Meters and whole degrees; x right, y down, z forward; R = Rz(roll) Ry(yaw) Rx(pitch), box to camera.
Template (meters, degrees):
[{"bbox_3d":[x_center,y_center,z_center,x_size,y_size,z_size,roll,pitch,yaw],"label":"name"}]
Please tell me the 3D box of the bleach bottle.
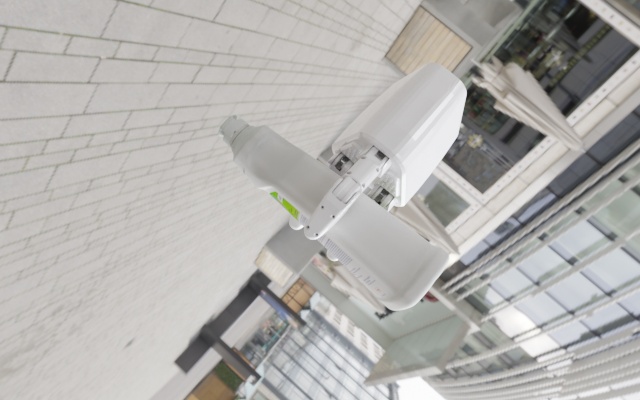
[{"bbox_3d":[0.000,0.002,0.471,0.251,0.068,0.102,40,-15,5],"label":"bleach bottle"}]
